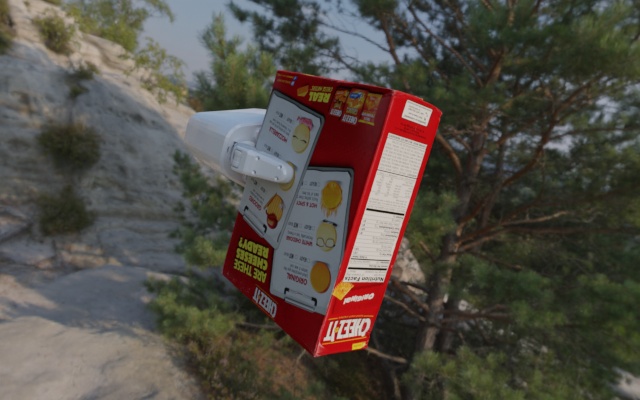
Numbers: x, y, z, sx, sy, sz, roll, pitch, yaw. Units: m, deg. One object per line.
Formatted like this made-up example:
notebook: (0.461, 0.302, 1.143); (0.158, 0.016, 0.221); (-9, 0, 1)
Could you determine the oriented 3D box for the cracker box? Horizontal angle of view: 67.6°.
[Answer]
cracker box: (0.000, 0.001, 0.432); (0.072, 0.214, 0.164); (8, 12, -40)
